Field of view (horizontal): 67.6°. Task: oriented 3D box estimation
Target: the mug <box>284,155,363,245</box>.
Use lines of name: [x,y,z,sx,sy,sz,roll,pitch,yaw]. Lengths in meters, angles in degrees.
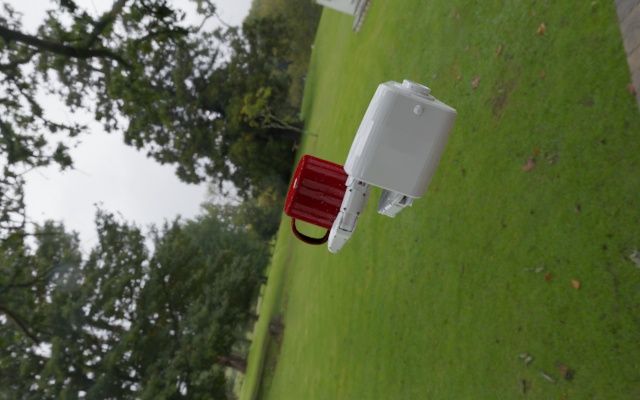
mug: [-0.001,0.003,0.607,0.081,0.117,0.093,18,21,-8]
